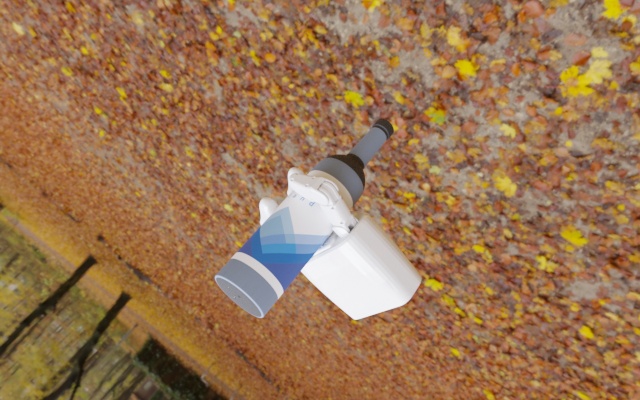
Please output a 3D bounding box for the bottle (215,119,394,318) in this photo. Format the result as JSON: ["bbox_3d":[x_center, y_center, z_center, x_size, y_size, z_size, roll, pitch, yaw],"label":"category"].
[{"bbox_3d":[0.000,0.002,0.565,0.069,0.069,0.295,0,42,52],"label":"bottle"}]
